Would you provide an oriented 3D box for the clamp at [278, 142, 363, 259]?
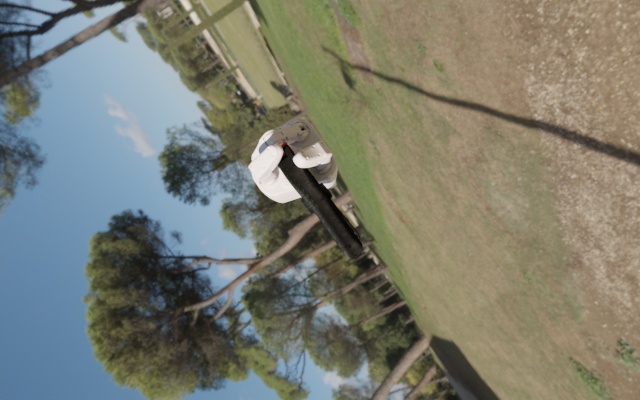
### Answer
[{"bbox_3d":[-0.001,0.002,0.621,0.039,0.171,0.120,-35,-9,-2],"label":"clamp"}]
